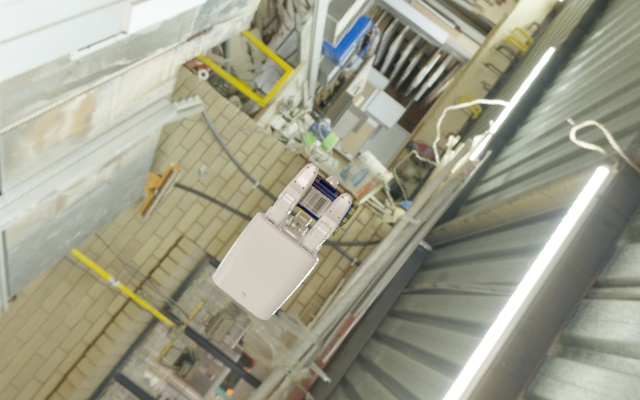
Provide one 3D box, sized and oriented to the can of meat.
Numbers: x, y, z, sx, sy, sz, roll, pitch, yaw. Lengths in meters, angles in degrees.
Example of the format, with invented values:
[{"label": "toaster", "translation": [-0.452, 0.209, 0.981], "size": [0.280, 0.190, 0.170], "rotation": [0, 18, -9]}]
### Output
[{"label": "can of meat", "translation": [0.000, 0.002, 0.638], "size": [0.084, 0.057, 0.102], "rotation": [39, -1, 0]}]
